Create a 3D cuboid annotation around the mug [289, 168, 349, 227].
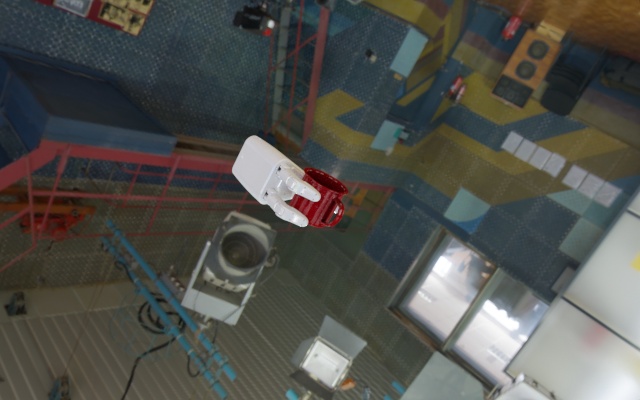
[{"bbox_3d":[0.001,0.004,0.885,0.093,0.081,0.117,8,27,-48],"label":"mug"}]
